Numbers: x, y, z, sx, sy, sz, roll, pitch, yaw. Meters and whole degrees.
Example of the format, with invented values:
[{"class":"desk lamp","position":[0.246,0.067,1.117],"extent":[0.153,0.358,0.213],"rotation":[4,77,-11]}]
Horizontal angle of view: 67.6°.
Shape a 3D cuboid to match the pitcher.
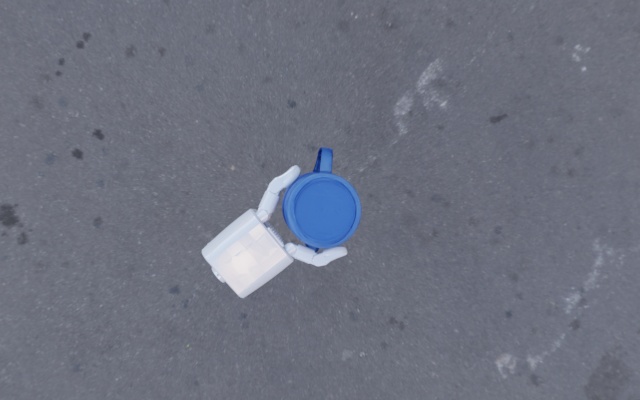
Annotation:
[{"class":"pitcher","position":[0.000,0.003,0.787],"extent":[0.145,0.149,0.243],"rotation":[-37,2,-2]}]
